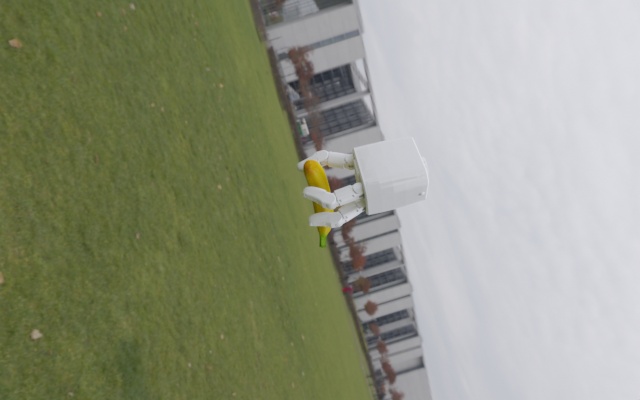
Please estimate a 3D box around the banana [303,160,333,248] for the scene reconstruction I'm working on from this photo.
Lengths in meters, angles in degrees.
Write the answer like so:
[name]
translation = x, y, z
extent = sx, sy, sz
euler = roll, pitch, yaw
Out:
[banana]
translation = 0.000, -0.007, 0.845
extent = 0.037, 0.198, 0.069
euler = -9, 41, 4
